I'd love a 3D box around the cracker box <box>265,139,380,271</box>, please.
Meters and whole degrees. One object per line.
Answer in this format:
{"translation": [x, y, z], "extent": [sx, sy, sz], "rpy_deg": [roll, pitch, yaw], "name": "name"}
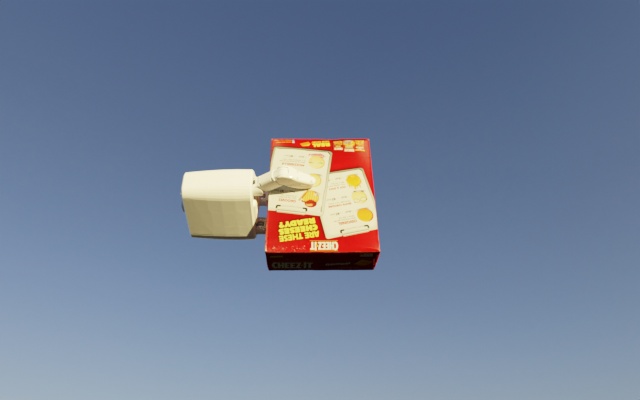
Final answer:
{"translation": [0.000, 0.002, 0.750], "extent": [0.164, 0.213, 0.072], "rpy_deg": [0, -34, -2], "name": "cracker box"}
